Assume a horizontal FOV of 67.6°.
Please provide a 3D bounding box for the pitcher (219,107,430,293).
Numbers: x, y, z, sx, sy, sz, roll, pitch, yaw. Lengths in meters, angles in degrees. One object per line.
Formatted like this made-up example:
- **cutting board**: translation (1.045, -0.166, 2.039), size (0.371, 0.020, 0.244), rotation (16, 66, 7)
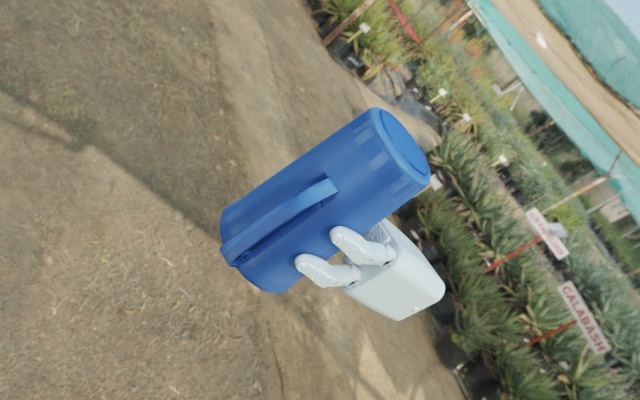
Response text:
- **pitcher**: translation (0.000, 0.002, 0.565), size (0.243, 0.149, 0.145), rotation (-36, -55, 25)
